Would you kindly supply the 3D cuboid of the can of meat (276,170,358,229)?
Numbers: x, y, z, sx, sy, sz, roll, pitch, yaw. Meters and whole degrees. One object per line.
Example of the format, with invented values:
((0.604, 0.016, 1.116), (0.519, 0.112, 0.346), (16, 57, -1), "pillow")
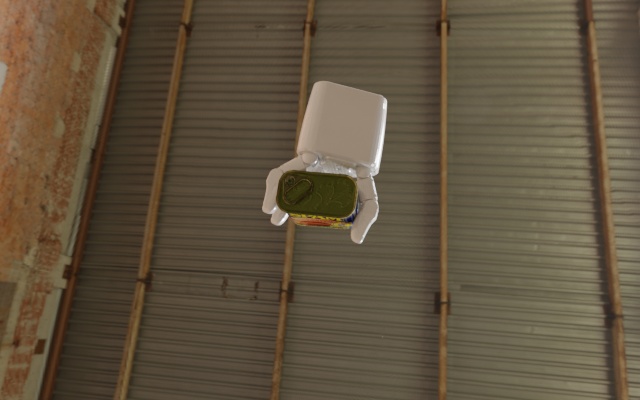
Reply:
((0.000, 0.002, 0.635), (0.102, 0.057, 0.084), (5, -14, 9), "can of meat")
